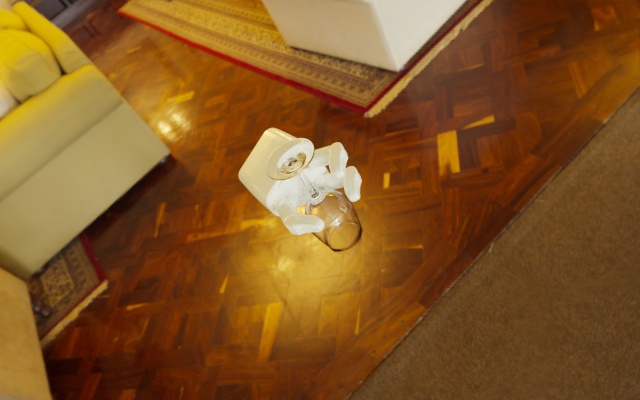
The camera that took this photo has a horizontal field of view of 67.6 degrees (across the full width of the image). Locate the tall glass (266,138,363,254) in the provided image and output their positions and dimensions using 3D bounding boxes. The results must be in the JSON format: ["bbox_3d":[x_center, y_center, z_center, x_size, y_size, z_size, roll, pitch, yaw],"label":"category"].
[{"bbox_3d":[0.000,0.002,0.711,0.079,0.079,0.201,0,-37,32],"label":"tall glass"}]
